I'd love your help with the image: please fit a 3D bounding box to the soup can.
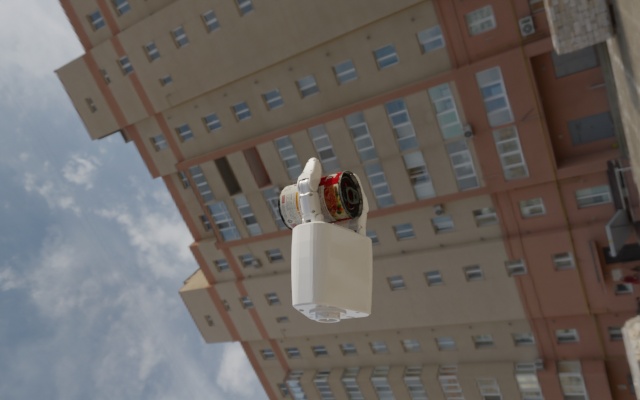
[{"bbox_3d":[0.000,0.002,0.674,0.102,0.068,0.068,-13,-6,28],"label":"soup can"}]
